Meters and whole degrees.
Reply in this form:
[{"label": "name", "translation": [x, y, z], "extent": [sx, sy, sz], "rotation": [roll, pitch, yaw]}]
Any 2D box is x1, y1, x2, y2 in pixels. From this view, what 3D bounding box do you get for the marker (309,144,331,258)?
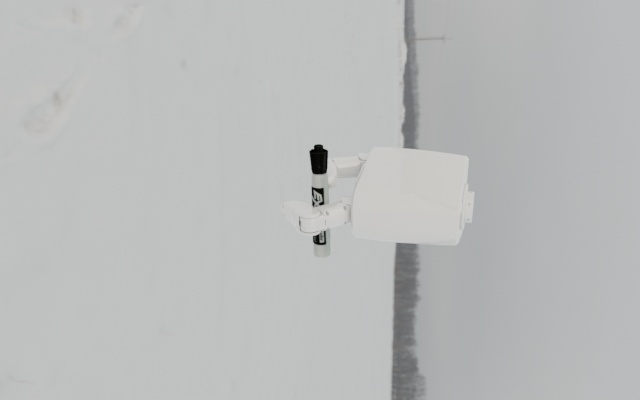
[{"label": "marker", "translation": [0.000, 0.002, 0.492], "extent": [0.020, 0.121, 0.020], "rotation": [-1, 22, 1]}]
